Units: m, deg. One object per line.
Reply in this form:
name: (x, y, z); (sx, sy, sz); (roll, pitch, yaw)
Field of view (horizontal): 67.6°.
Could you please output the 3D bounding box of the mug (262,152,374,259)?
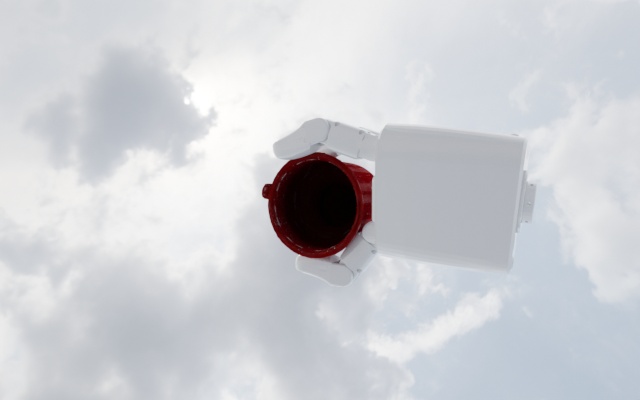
mug: (-0.001, 0.001, 0.457); (0.117, 0.093, 0.081); (10, 6, 25)
